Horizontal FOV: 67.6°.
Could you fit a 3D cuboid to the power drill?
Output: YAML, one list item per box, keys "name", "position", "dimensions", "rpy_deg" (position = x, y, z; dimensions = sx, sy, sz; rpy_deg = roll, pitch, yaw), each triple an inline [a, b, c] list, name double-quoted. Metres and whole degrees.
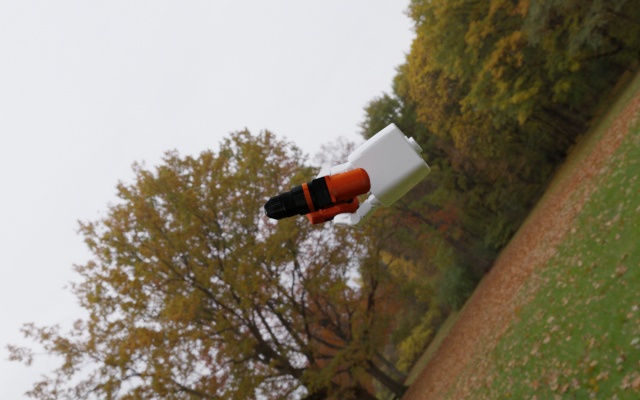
- name: "power drill"
  position: [0.000, 0.003, 0.865]
  dimensions: [0.184, 0.057, 0.188]
  rpy_deg: [-16, -9, 2]
